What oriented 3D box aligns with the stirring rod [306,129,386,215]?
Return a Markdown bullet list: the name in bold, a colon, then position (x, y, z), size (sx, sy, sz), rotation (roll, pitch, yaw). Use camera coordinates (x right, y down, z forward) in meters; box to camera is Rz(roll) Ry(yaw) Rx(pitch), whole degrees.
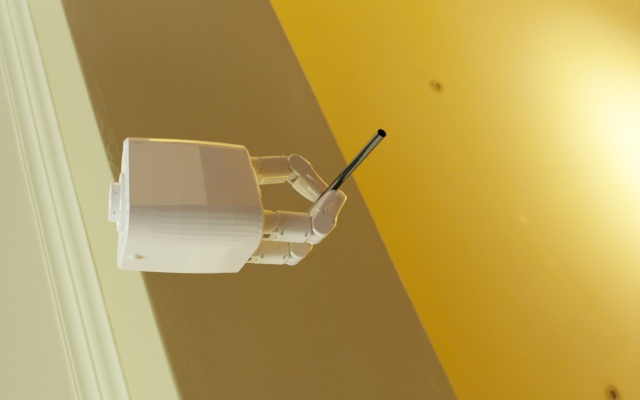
- **stirring rod**: position (0.000, 0.001, 0.474), size (0.011, 0.011, 0.240), rotation (0, -27, -27)
